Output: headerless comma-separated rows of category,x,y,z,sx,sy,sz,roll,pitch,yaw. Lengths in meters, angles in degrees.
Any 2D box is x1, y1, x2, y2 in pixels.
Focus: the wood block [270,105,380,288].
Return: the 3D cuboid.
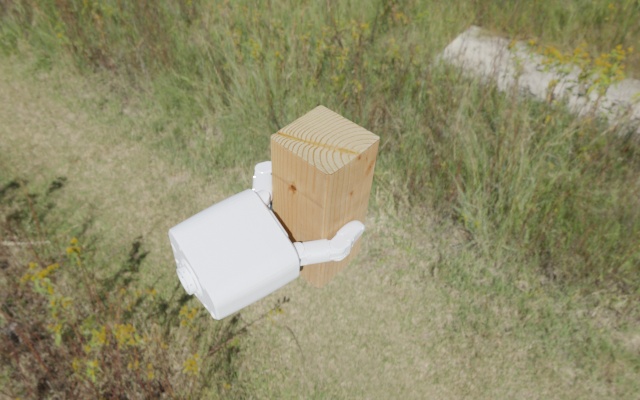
wood block,0.000,0.002,0.598,0.090,0.206,0.090,34,53,25
